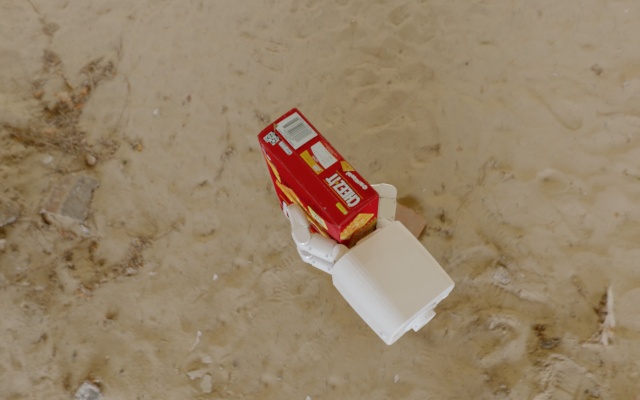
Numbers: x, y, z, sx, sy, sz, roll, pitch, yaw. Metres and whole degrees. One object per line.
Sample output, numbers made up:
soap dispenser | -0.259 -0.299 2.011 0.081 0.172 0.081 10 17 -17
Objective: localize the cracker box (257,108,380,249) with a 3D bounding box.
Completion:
cracker box | 0.000 0.002 0.652 0.072 0.164 0.214 -37 -22 -13
